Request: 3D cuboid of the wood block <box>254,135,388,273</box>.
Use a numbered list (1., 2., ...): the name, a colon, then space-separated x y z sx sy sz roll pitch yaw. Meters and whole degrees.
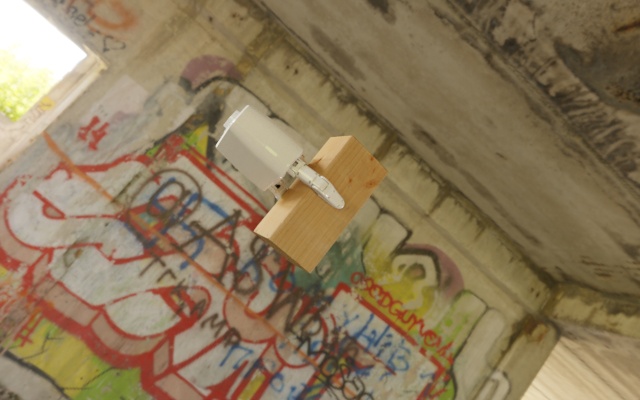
1. wood block: 0.000 0.002 0.770 0.090 0.206 0.091 43 -12 -21
